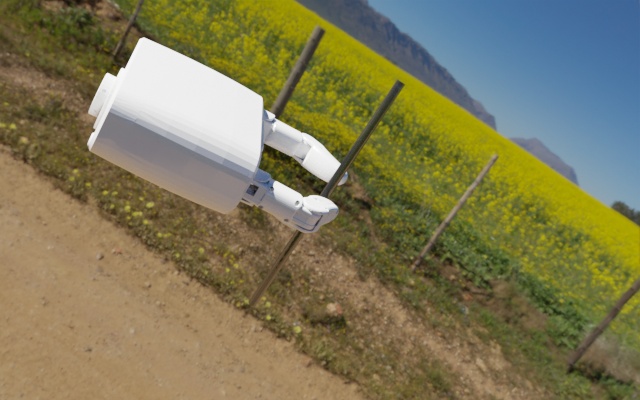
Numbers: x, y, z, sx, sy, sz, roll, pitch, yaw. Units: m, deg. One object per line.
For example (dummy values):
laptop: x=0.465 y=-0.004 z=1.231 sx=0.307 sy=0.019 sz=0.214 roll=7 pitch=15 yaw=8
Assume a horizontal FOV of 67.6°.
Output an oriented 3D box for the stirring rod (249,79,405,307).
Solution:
stirring rod: x=0.000 y=0.001 z=0.414 sx=0.011 sy=0.239 sz=0.011 roll=31 pitch=17 yaw=-10
